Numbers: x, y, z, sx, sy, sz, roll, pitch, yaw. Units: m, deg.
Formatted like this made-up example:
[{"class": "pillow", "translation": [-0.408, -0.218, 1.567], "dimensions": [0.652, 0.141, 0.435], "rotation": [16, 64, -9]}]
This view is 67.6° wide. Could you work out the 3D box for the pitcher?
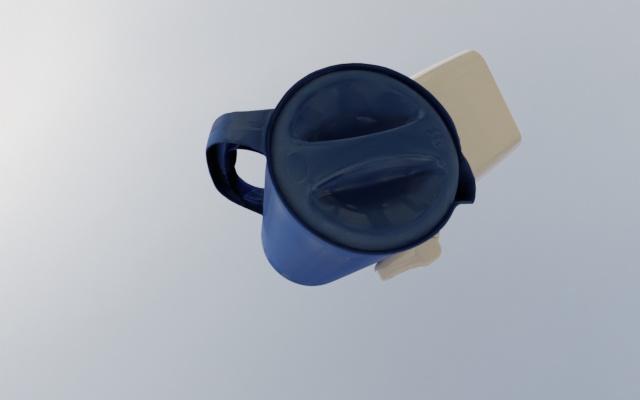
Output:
[{"class": "pitcher", "translation": [0.000, 0.001, 0.410], "dimensions": [0.145, 0.149, 0.243], "rotation": [-33, -9, -19]}]
